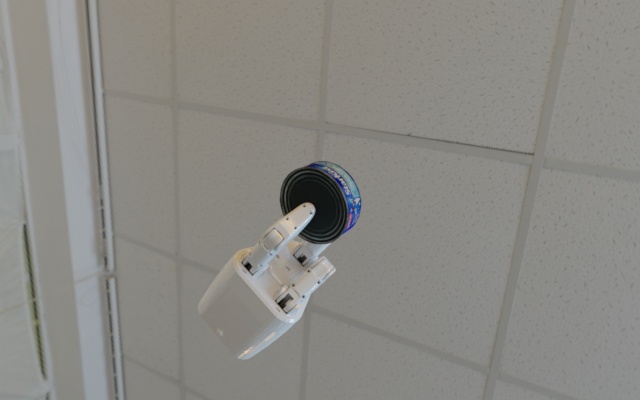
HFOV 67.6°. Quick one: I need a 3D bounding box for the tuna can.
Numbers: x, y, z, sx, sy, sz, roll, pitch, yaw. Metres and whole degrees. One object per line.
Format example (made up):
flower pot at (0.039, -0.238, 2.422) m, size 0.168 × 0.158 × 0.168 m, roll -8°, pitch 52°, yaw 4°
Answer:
tuna can at (0.000, 0.001, 0.513) m, size 0.086 × 0.086 × 0.033 m, roll 0°, pitch 18°, yaw 35°
